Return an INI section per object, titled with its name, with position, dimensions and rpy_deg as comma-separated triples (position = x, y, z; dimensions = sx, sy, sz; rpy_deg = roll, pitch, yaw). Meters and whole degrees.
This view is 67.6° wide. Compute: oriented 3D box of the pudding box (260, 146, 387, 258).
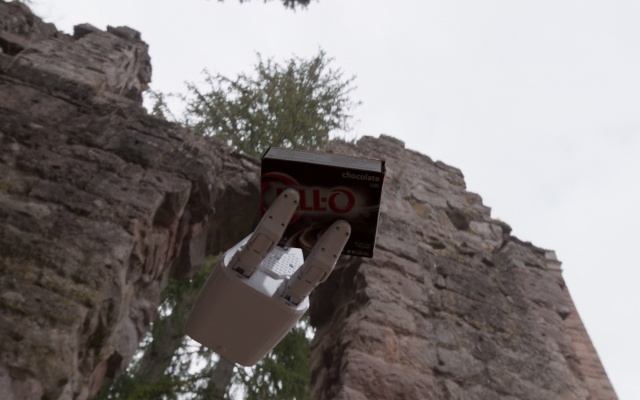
[pudding box]
position = 0.000, 0.001, 0.450
dimensions = 0.113, 0.090, 0.039
rpy_deg = 6, 28, 4
